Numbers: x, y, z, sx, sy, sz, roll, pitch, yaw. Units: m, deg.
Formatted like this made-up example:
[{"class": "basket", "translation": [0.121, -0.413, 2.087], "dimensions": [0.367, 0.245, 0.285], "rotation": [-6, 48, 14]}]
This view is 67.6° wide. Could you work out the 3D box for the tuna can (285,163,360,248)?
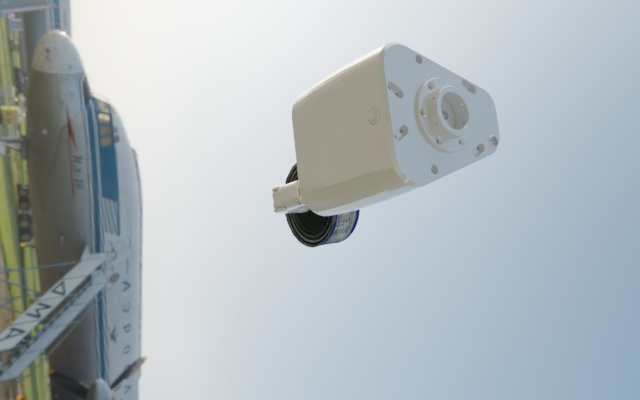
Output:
[{"class": "tuna can", "translation": [0.001, 0.001, 0.469], "dimensions": [0.034, 0.086, 0.086], "rotation": [-5, 3, -36]}]
